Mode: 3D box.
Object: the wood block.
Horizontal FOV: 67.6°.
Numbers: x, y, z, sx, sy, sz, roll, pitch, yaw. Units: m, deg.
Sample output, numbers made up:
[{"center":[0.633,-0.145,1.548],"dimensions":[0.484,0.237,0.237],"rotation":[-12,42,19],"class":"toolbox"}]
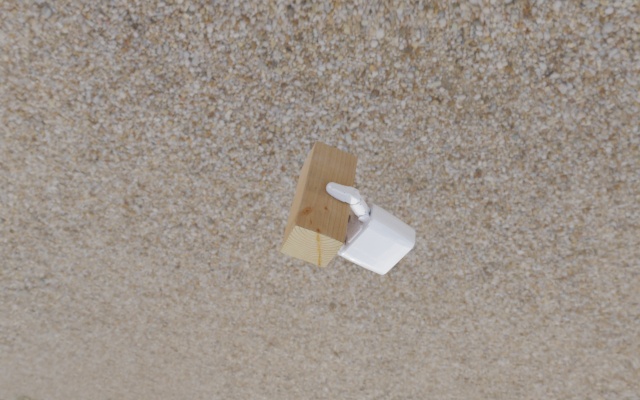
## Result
[{"center":[0.001,0.003,0.874],"dimensions":[0.090,0.206,0.091],"rotation":[21,-41,-11],"class":"wood block"}]
